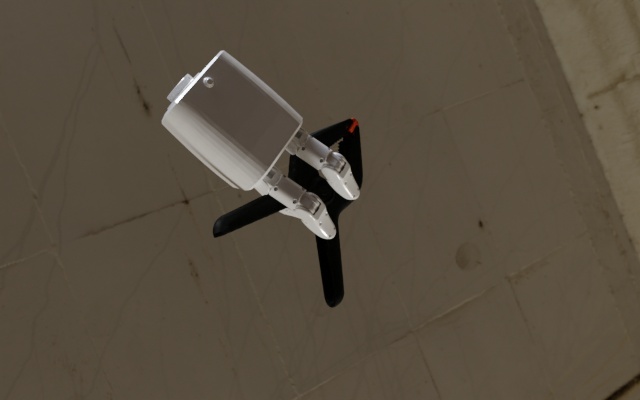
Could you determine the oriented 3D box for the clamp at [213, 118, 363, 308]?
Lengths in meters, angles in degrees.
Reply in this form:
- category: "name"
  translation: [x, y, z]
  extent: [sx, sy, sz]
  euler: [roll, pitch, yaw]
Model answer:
- category: "clamp"
  translation: [0.000, 0.001, 0.532]
  extent: [0.164, 0.210, 0.036]
  euler: [43, -27, -21]
